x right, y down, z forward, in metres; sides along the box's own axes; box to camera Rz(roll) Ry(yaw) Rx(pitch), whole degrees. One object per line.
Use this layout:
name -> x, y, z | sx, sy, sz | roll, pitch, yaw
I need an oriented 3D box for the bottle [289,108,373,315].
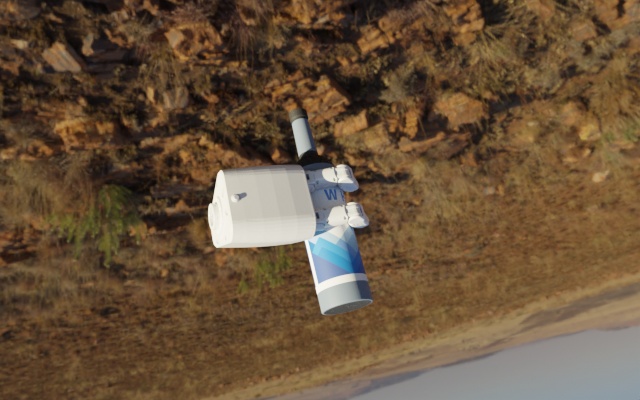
bottle -> 0.000, 0.002, 0.652 | 0.069, 0.295, 0.069 | -12, -23, -5
